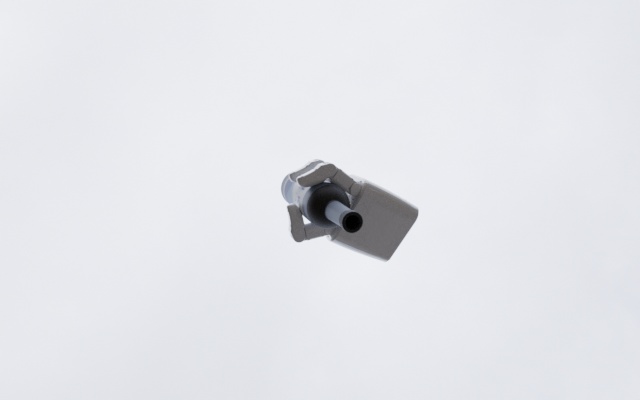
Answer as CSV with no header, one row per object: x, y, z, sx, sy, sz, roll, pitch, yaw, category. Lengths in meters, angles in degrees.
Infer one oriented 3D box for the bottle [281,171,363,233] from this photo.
0.000,0.002,0.725,0.069,0.069,0.295,0,10,-16,bottle
